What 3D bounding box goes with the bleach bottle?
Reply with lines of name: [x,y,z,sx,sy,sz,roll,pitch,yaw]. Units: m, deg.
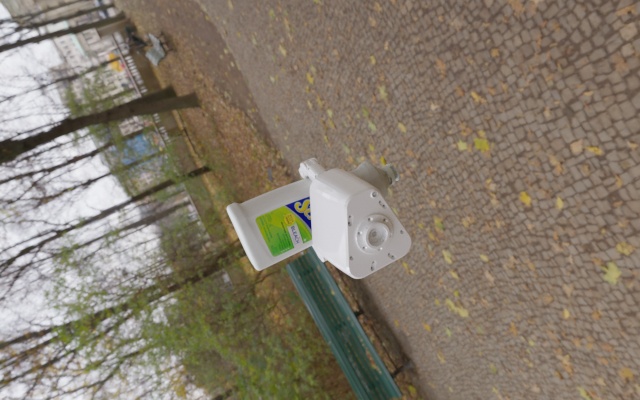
bleach bottle: [0.000,0.002,0.693,0.251,0.103,0.068,-26,22,-14]
